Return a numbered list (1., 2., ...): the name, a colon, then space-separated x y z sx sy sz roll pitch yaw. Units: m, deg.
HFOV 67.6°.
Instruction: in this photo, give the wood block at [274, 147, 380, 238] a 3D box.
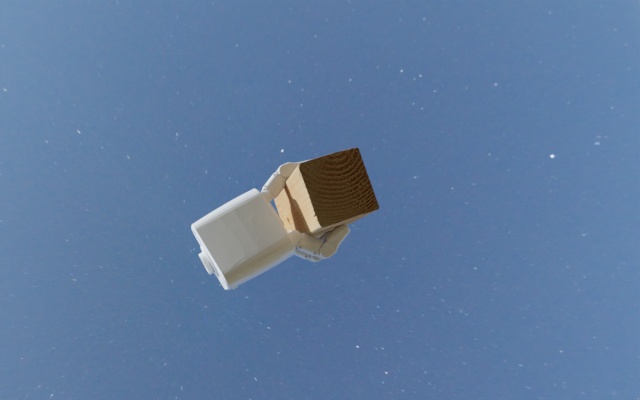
1. wood block: 0.000 0.002 0.716 0.090 0.091 0.206 -18 -7 -17
